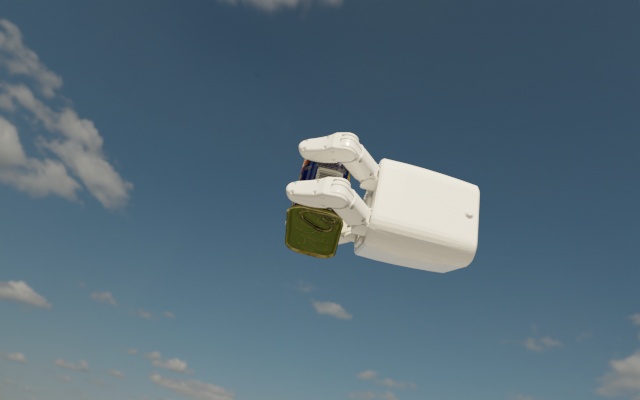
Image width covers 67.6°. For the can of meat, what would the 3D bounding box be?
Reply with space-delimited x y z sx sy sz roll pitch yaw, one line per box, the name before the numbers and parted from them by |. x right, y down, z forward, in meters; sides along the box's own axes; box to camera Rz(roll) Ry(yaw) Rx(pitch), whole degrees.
can of meat | 0.000 0.001 0.515 0.057 0.084 0.102 13 -31 2
